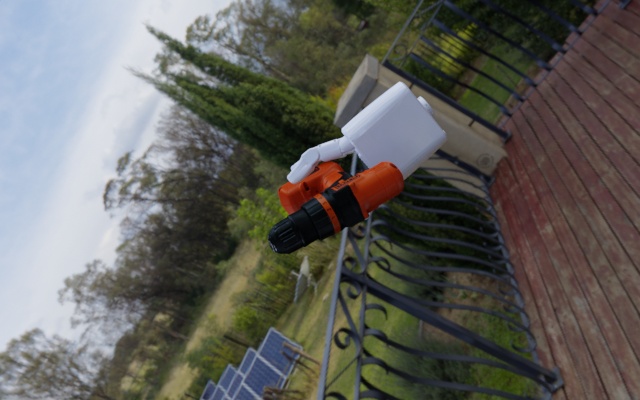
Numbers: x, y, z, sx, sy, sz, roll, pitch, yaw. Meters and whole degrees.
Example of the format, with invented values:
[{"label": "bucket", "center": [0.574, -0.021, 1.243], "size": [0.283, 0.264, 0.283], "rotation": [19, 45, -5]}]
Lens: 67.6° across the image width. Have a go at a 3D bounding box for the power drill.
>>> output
[{"label": "power drill", "center": [0.000, 0.002, 0.645], "size": [0.184, 0.057, 0.187], "rotation": [-27, 16, -12]}]
